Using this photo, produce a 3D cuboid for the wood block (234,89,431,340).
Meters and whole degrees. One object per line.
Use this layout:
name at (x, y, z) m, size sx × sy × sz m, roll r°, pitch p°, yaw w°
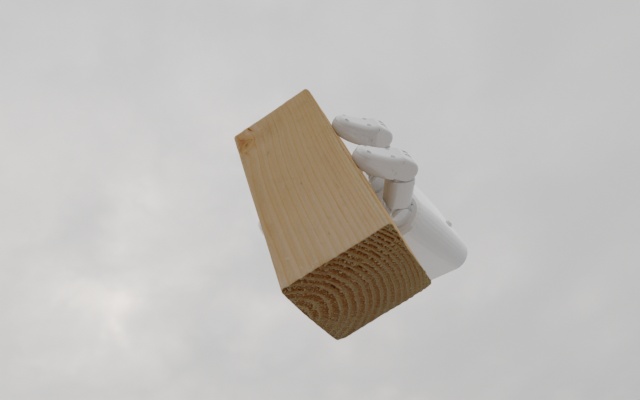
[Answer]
wood block at (0.000, 0.002, 0.421) m, size 0.091 × 0.206 × 0.090 m, roll -34°, pitch -49°, yaw 7°
